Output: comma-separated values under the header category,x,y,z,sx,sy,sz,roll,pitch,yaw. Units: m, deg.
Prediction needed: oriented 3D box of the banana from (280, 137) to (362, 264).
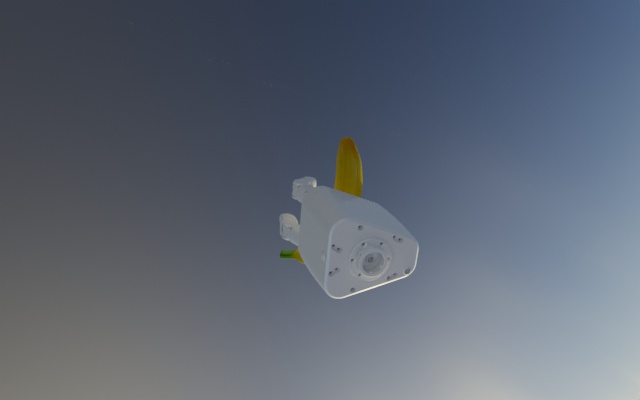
category,x,y,z,sx,sy,sz,roll,pitch,yaw
banana,0.015,0.014,0.647,0.069,0.198,0.037,29,13,1
